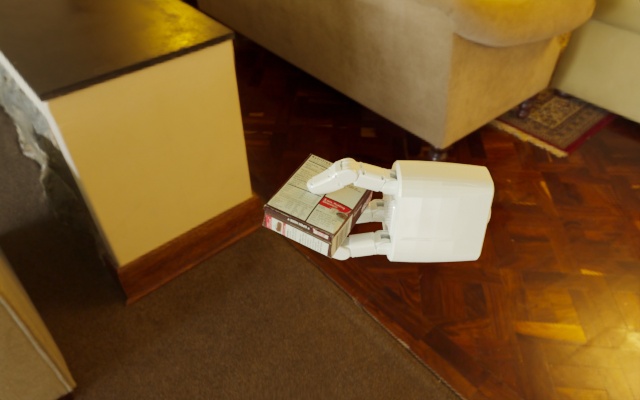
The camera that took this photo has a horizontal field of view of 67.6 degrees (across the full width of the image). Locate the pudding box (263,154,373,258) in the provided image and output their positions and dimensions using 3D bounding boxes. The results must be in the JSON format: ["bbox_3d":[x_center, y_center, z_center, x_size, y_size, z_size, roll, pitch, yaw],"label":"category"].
[{"bbox_3d":[0.000,0.002,0.555,0.090,0.039,0.113,23,45,17],"label":"pudding box"}]
